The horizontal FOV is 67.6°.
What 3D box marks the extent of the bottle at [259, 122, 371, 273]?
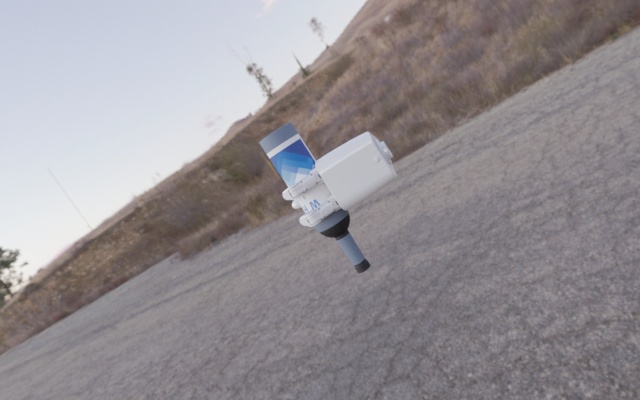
[{"bbox_3d":[0.000,0.003,0.854,0.069,0.296,0.069,-33,6,4],"label":"bottle"}]
